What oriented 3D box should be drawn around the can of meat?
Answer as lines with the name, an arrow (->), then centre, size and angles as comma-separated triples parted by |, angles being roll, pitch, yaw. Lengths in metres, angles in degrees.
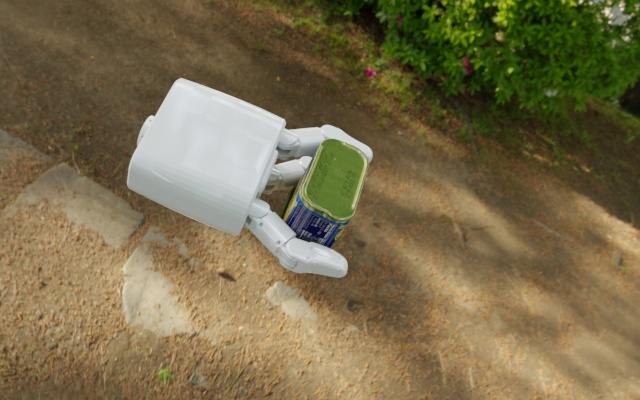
can of meat -> 0.000, 0.001, 0.455 | 0.057, 0.102, 0.084 | 25, -43, -6
